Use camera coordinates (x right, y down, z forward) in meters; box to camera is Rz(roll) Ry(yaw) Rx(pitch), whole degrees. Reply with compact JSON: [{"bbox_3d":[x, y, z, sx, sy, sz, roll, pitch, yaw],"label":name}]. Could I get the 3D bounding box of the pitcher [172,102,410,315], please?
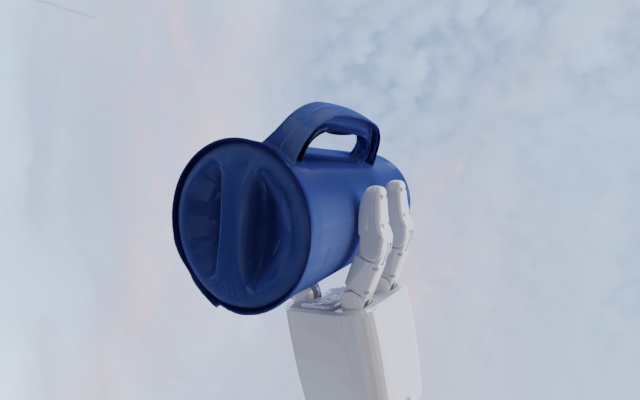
[{"bbox_3d":[0.000,0.002,0.446,0.149,0.145,0.243,-12,0,31],"label":"pitcher"}]
